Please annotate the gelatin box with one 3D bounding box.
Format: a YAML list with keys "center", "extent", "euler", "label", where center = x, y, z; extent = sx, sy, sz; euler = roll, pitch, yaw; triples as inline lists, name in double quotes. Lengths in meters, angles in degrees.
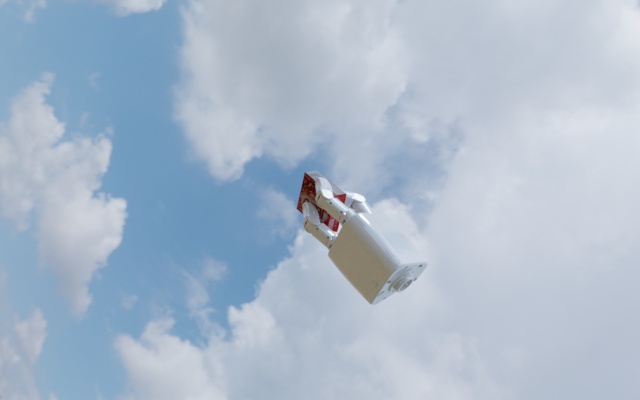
- center: [0.000, 0.002, 0.800]
  extent: [0.030, 0.073, 0.089]
  euler: [-9, 35, -37]
  label: "gelatin box"
